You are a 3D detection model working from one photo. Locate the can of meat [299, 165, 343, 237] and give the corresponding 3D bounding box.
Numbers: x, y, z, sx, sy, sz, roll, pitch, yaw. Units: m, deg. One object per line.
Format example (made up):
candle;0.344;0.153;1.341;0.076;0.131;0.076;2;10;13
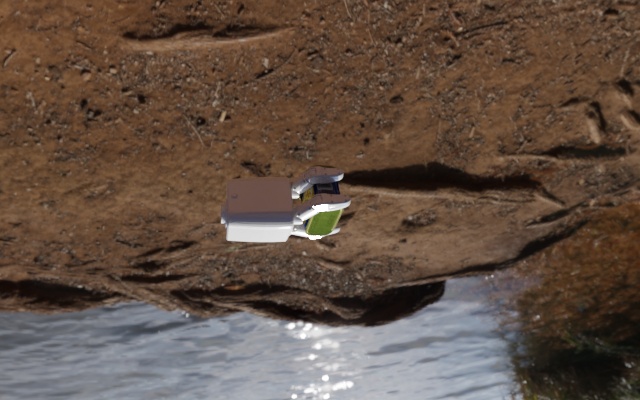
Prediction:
can of meat;0.000;0.003;0.835;0.057;0.084;0.102;2;-38;-15
